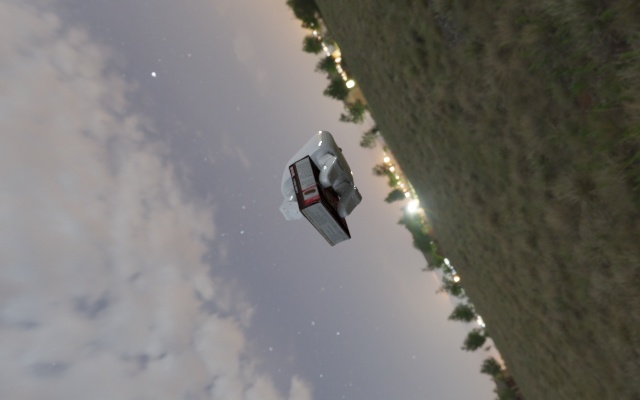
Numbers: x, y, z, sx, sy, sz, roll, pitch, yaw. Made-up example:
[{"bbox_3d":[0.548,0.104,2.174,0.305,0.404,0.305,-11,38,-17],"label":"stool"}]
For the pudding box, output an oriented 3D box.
[{"bbox_3d":[0.000,0.002,0.700,0.039,0.090,0.113,-27,-40,13],"label":"pudding box"}]
